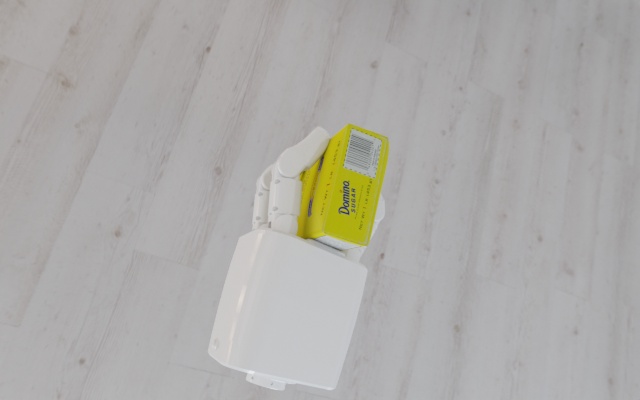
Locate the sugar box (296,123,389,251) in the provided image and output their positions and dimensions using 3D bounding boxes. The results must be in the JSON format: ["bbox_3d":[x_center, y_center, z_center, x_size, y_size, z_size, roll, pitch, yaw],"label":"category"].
[{"bbox_3d":[0.000,0.001,0.446,0.048,0.093,0.176,19,-16,-18],"label":"sugar box"}]
